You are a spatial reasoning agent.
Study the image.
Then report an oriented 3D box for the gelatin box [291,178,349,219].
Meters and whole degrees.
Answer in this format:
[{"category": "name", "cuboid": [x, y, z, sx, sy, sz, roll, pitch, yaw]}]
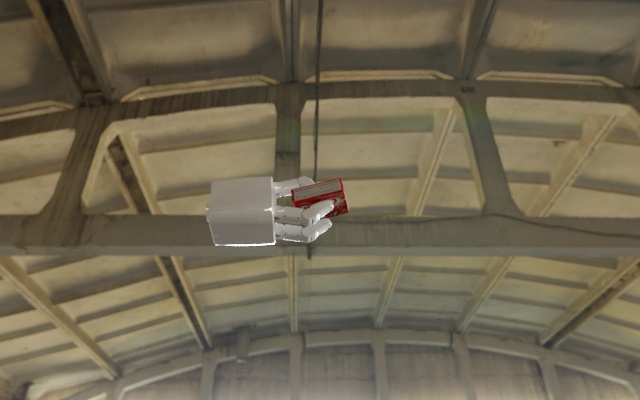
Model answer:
[{"category": "gelatin box", "cuboid": [0.000, 0.002, 0.823, 0.089, 0.030, 0.073, -14, -36, 3]}]
